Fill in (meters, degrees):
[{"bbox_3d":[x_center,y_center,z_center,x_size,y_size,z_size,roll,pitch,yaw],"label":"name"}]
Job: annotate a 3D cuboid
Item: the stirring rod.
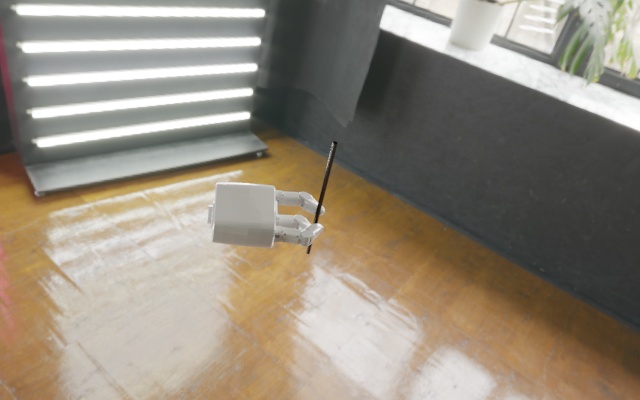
[{"bbox_3d":[0.000,0.003,0.845,0.011,0.240,0.011,9,34,-6],"label":"stirring rod"}]
